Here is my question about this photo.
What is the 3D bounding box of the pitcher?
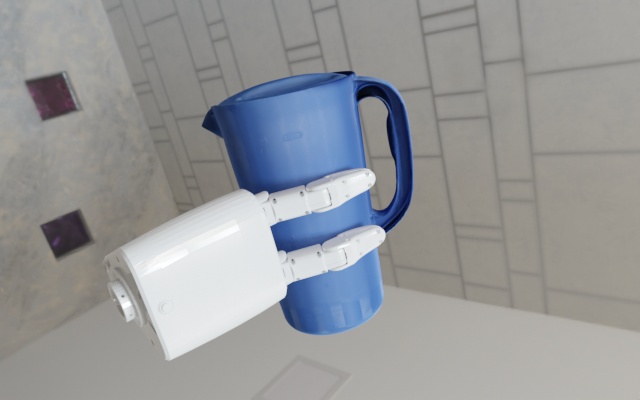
[{"bbox_3d":[0.000,0.002,0.464,0.145,0.243,0.149,-26,22,-32],"label":"pitcher"}]
